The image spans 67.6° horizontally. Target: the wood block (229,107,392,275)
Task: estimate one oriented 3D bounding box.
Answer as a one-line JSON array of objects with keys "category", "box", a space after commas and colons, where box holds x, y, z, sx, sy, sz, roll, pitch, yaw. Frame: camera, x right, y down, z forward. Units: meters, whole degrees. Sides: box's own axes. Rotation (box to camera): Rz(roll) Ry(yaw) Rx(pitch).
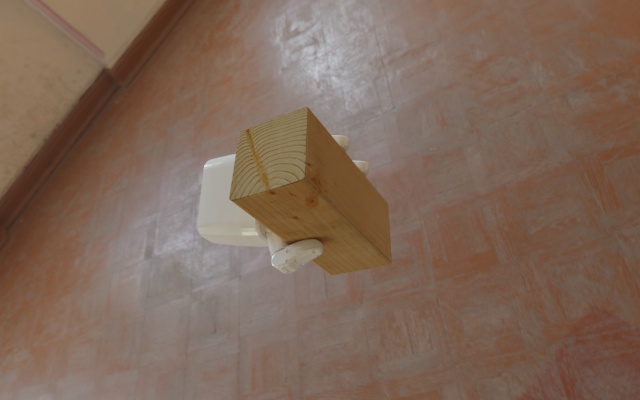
[{"category": "wood block", "box": [0.000, 0.002, 0.545, 0.090, 0.090, 0.206, -15, -35, 26]}]
